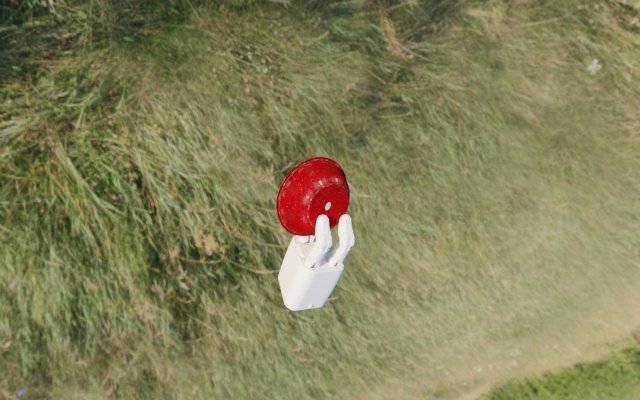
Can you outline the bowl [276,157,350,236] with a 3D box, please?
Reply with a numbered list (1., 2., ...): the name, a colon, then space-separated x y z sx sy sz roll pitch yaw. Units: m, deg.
1. bowl: 0.000 0.002 0.887 0.162 0.162 0.055 0 20 -37
